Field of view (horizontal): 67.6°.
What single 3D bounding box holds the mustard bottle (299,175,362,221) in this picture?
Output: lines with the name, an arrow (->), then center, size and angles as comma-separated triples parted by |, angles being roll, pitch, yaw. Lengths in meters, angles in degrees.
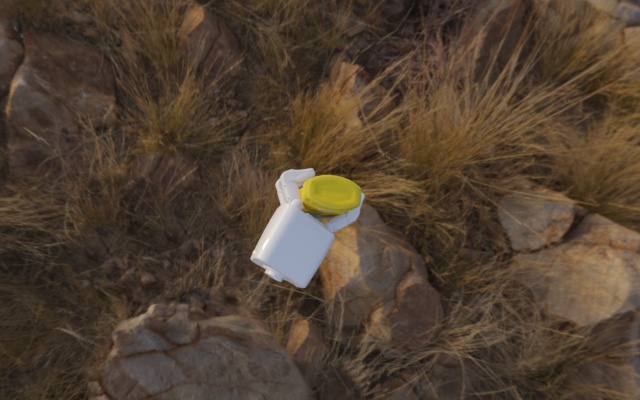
mustard bottle -> 0.000, 0.002, 0.863 | 0.096, 0.058, 0.192 | 7, -12, -13
